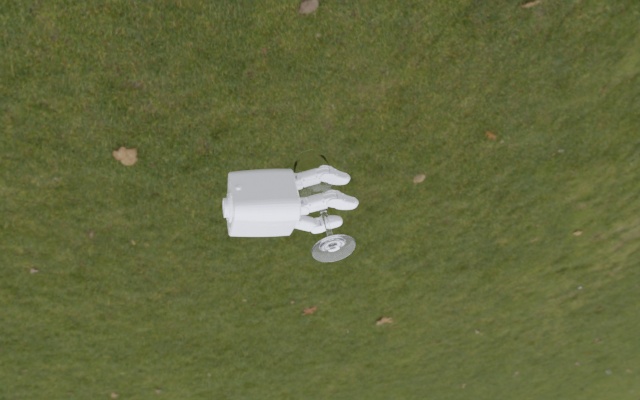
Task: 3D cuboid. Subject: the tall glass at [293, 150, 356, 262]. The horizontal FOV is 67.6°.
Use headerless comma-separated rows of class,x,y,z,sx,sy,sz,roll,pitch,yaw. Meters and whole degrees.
tall glass,0.000,0.003,0.828,0.079,0.201,0.079,-9,-38,-7
